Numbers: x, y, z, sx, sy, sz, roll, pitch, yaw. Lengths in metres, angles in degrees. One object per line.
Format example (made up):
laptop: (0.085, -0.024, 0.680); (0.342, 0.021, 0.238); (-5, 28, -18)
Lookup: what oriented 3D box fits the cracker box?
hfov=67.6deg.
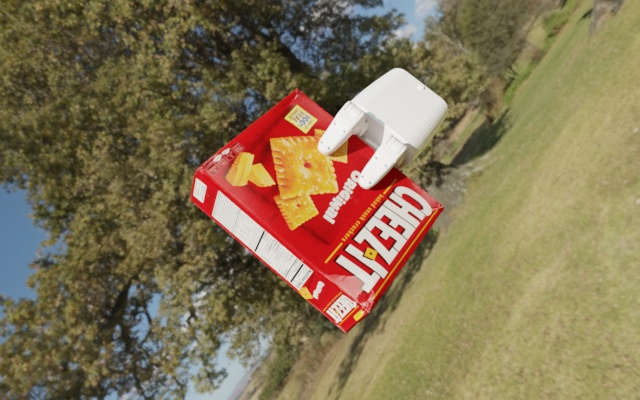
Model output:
cracker box: (0.000, 0.002, 0.503); (0.164, 0.213, 0.072); (-46, -8, -34)
